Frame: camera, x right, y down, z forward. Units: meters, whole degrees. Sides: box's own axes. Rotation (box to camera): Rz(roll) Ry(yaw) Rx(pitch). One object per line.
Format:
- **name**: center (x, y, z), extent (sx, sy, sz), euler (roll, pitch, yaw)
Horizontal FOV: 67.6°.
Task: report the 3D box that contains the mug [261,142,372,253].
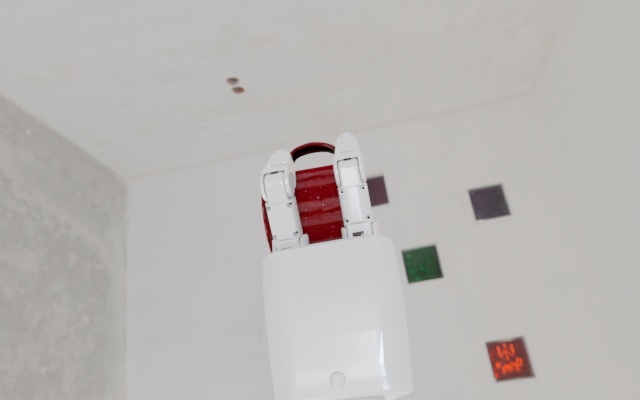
- **mug**: center (0.000, 0.000, 0.420), extent (0.081, 0.117, 0.093), euler (-10, -26, 7)
